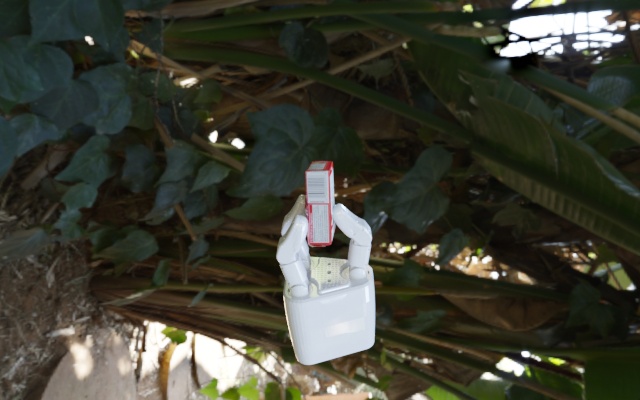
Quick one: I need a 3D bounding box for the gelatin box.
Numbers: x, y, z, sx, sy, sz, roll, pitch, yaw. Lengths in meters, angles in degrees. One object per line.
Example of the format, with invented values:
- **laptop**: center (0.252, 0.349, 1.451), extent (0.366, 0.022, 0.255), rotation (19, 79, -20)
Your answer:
- **gelatin box**: center (0.001, 0.002, 0.566), extent (0.030, 0.089, 0.073), rotation (-1, 13, 5)
